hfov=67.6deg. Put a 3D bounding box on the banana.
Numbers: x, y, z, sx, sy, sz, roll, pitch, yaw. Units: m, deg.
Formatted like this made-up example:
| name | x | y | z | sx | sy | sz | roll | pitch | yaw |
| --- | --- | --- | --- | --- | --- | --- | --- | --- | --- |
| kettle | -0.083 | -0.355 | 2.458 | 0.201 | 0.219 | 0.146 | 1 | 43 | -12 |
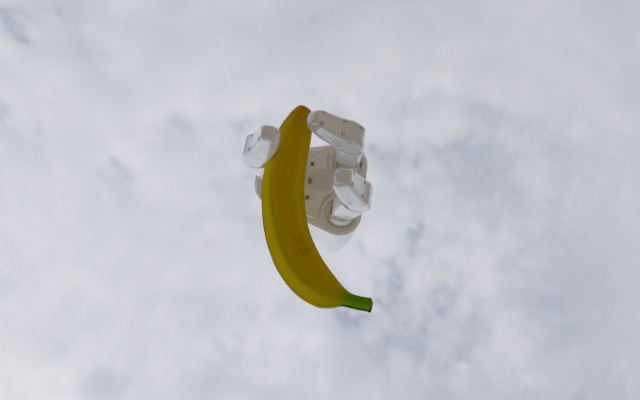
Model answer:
| name | x | y | z | sx | sy | sz | roll | pitch | yaw |
| --- | --- | --- | --- | --- | --- | --- | --- | --- | --- |
| banana | -0.017 | 0.010 | 0.407 | 0.069 | 0.197 | 0.037 | -16 | -22 | -2 |
